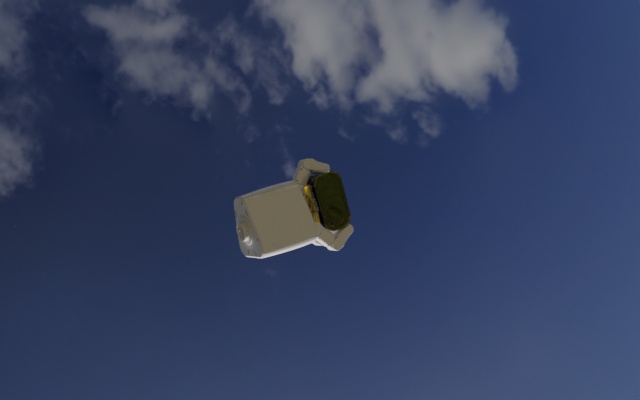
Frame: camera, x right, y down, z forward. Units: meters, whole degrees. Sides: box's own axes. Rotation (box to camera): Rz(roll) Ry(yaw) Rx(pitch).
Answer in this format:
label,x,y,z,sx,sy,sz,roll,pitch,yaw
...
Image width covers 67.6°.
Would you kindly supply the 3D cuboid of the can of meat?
label,x,y,z,sx,sy,sz,roll,pitch,yaw
can of meat,0.000,0.003,0.863,0.057,0.102,0.084,-19,8,-32
